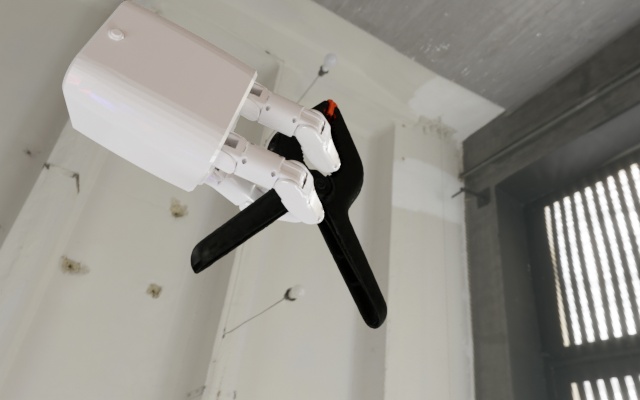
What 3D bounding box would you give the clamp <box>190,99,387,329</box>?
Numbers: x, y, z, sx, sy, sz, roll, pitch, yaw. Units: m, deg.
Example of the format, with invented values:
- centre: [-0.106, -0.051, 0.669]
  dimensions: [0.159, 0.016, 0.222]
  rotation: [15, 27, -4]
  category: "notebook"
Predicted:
- centre: [0.000, 0.001, 0.418]
  dimensions: [0.164, 0.209, 0.036]
  rotation: [28, -36, -15]
  category: "clamp"
